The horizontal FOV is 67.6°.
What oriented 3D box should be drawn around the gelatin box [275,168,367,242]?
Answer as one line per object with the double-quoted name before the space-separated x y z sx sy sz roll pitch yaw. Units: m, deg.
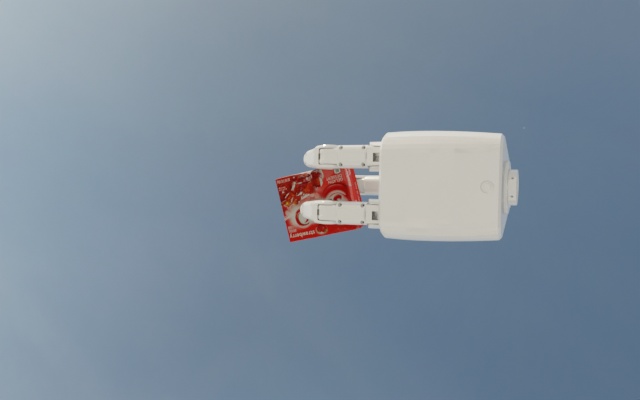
"gelatin box" 0.000 0.002 0.522 0.089 0.073 0.030 -12 2 29
